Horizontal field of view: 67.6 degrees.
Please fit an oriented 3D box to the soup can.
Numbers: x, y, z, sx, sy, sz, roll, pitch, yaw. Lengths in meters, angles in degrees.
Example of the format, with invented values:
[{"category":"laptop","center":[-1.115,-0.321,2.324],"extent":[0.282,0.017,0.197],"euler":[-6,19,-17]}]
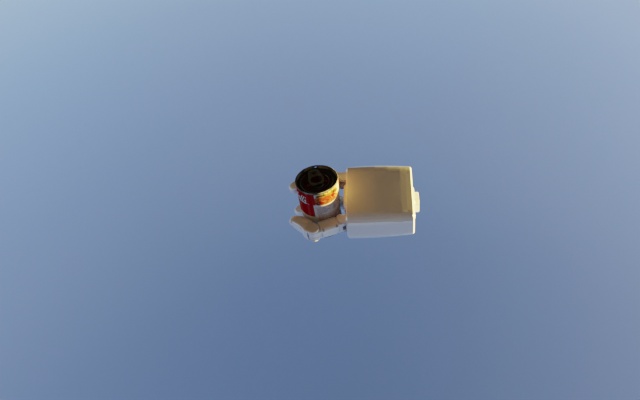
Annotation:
[{"category":"soup can","center":[0.000,0.003,0.774],"extent":[0.068,0.102,0.068],"euler":[-5,44,5]}]
